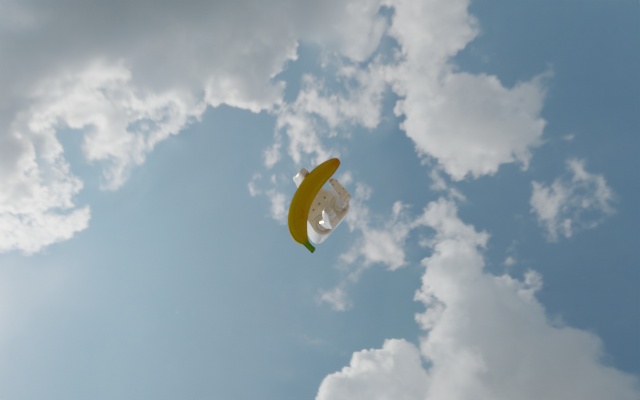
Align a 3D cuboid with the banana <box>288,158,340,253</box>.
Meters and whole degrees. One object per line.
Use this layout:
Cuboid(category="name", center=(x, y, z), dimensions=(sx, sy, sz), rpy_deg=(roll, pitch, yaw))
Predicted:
Cuboid(category="banana", center=(-0.019, 0.001, 0.899), dimensions=(0.069, 0.197, 0.037), rpy_deg=(15, -21, 2))
